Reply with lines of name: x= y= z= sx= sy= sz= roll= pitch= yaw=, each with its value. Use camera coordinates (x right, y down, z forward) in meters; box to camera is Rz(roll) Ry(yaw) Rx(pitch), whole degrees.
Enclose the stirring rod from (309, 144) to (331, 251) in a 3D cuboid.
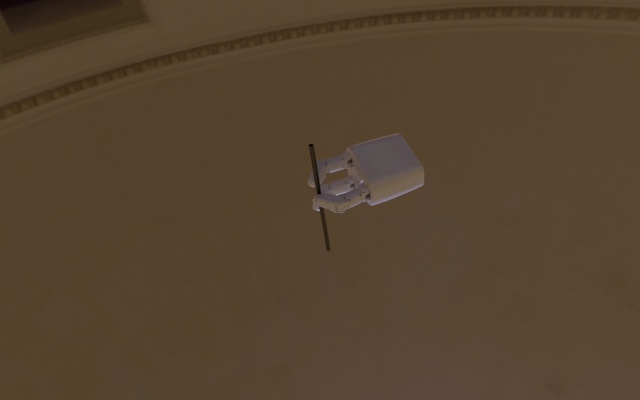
stirring rod: x=0.000 y=0.003 z=0.845 sx=0.011 sy=0.240 sz=0.011 roll=-6 pitch=39 yaw=5
